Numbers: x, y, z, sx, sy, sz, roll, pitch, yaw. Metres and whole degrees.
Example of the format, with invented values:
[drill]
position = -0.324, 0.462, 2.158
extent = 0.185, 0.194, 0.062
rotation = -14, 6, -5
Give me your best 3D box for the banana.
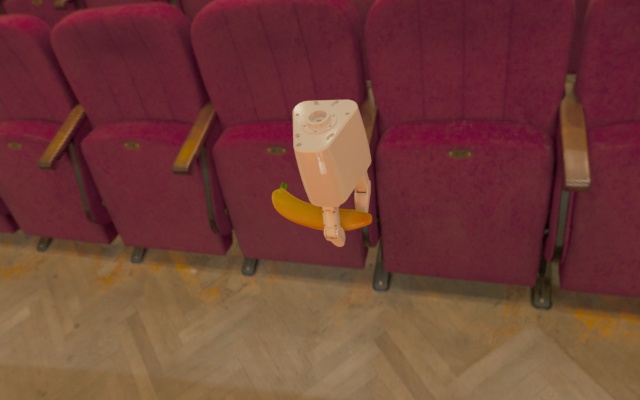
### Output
[banana]
position = -0.014, 0.014, 0.764
extent = 0.197, 0.037, 0.069
rotation = 23, 56, 35
